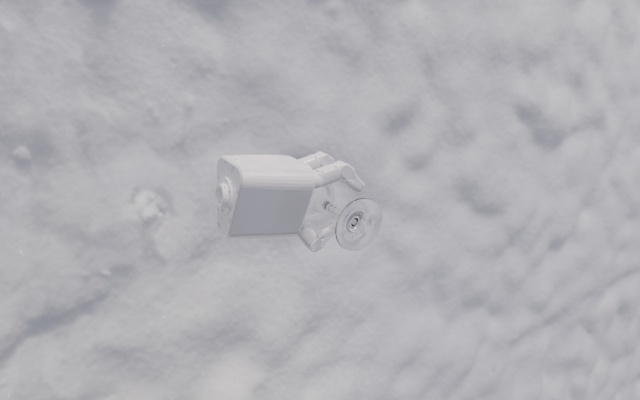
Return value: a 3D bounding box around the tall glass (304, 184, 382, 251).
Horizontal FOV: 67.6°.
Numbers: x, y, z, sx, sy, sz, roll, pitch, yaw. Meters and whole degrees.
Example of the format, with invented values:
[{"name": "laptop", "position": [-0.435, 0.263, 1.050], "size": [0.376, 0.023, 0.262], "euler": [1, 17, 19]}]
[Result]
[{"name": "tall glass", "position": [0.001, 0.003, 0.704], "size": [0.079, 0.079, 0.201], "euler": [0, 17, -32]}]
